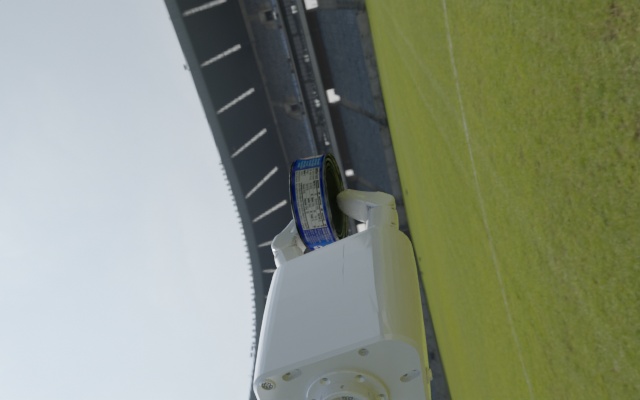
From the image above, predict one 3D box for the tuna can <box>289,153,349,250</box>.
[{"bbox_3d":[0.000,0.001,0.436,0.034,0.086,0.086,-9,-2,13],"label":"tuna can"}]
